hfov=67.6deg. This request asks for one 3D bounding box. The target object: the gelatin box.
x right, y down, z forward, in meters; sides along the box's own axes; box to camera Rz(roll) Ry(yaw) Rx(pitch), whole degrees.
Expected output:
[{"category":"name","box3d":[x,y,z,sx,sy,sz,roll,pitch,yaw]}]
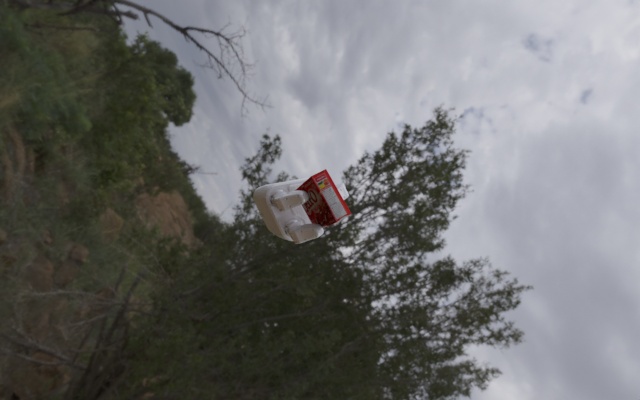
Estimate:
[{"category":"gelatin box","box3d":[0.001,0.002,0.694,0.030,0.073,0.089,-28,-1,-23]}]
